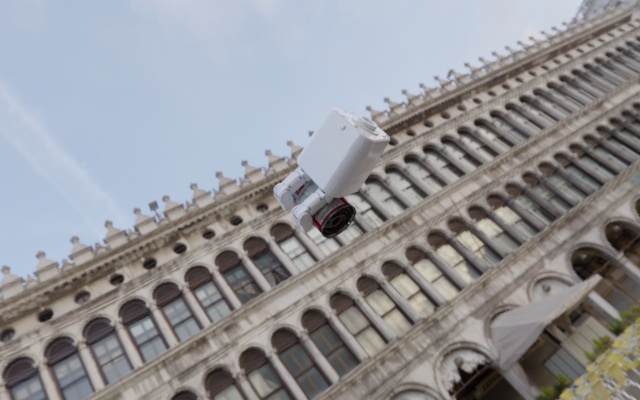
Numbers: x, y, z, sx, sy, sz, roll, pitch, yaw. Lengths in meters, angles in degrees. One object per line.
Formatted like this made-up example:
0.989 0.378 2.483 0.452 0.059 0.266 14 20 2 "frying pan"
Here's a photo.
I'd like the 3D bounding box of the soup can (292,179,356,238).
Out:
0.000 0.003 0.777 0.068 0.068 0.102 0 39 -50 "soup can"
